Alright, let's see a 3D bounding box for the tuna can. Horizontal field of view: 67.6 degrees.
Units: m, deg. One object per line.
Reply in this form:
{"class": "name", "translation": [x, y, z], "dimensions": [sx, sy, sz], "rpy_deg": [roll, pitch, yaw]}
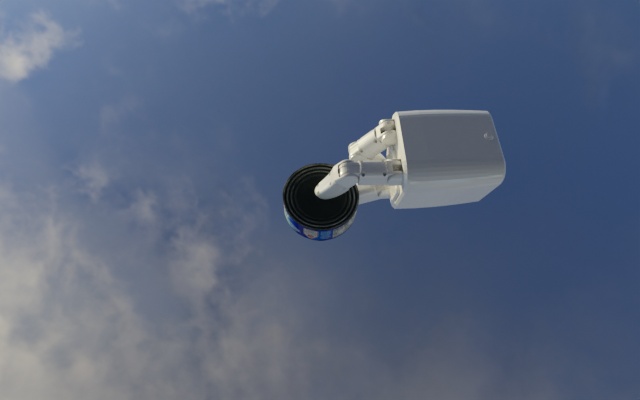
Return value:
{"class": "tuna can", "translation": [0.000, 0.002, 0.546], "dimensions": [0.086, 0.086, 0.034], "rpy_deg": [0, -28, -2]}
